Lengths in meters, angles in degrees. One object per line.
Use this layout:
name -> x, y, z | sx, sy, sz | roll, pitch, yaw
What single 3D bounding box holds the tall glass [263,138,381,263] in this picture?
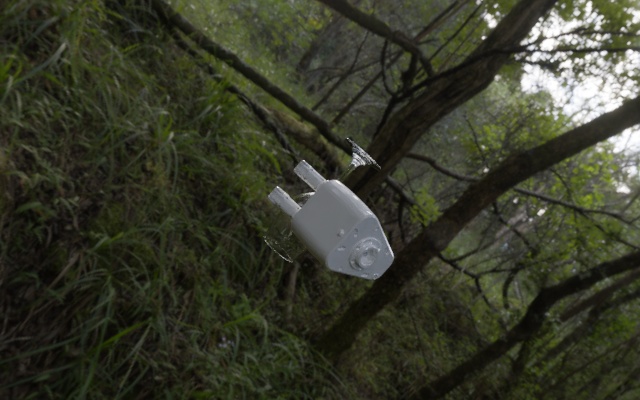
tall glass -> 0.001, 0.002, 0.742 | 0.079, 0.201, 0.079 | 42, 2, -2
